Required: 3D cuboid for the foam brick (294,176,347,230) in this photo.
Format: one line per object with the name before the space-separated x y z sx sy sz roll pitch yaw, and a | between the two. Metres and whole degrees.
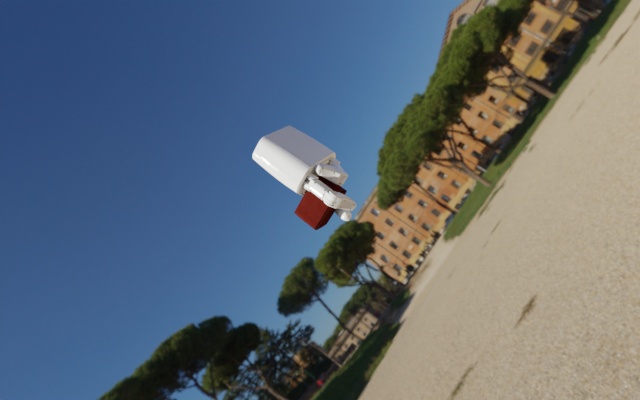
foam brick | 0.000 0.003 0.838 0.051 0.078 0.053 35 18 13
